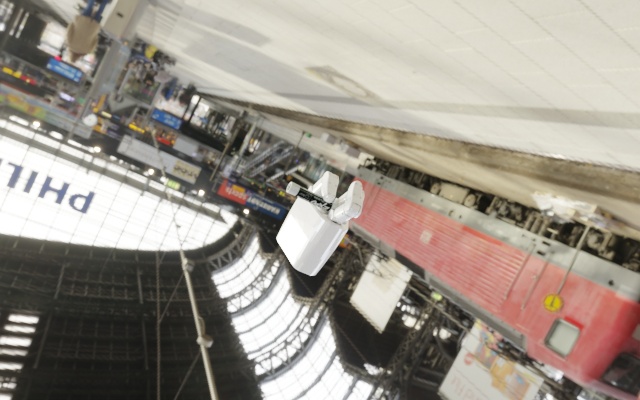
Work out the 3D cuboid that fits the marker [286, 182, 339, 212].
[{"bbox_3d":[0.000,0.003,0.791,0.121,0.020,0.020,26,-10,-21],"label":"marker"}]
